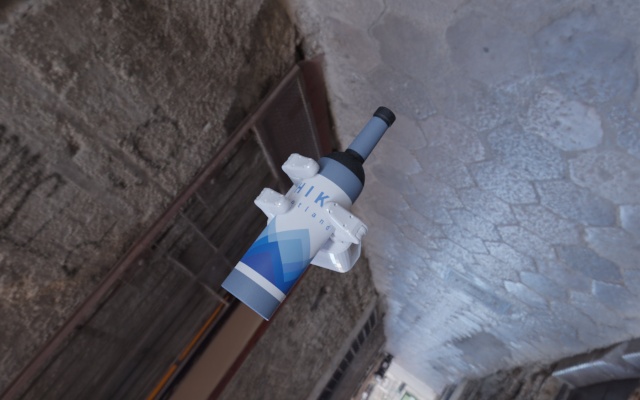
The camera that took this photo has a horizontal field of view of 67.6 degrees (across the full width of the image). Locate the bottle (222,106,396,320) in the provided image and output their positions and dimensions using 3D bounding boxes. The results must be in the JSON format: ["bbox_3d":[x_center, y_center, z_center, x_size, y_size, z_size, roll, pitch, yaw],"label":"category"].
[{"bbox_3d":[0.000,0.002,0.574,0.069,0.295,0.069,34,-15,11],"label":"bottle"}]
